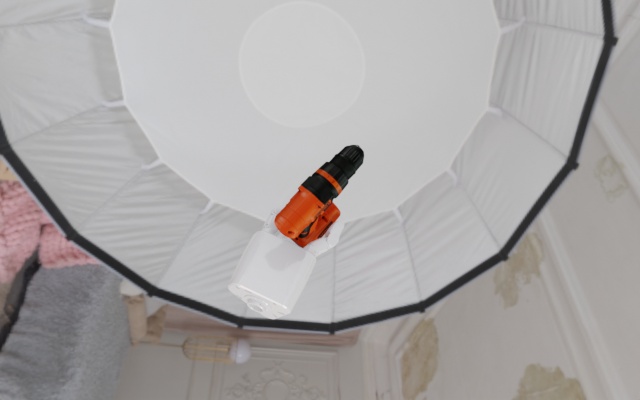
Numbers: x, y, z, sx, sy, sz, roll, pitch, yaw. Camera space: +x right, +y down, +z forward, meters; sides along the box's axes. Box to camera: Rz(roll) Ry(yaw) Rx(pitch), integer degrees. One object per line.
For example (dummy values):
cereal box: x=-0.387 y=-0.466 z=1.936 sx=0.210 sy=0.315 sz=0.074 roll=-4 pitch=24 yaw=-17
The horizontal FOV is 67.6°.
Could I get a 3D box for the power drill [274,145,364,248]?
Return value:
power drill: x=0.000 y=0.003 z=0.804 sx=0.057 sy=0.184 sz=0.188 roll=42 pitch=-14 yaw=13
